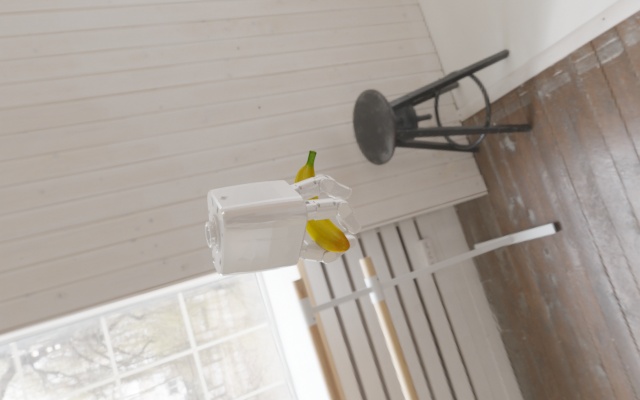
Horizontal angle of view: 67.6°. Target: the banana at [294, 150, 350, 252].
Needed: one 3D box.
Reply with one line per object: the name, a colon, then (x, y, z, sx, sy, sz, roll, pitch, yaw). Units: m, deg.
banana: (-0.007, 0.013, 0.708, 0.037, 0.197, 0.070, 1, -44, -25)
